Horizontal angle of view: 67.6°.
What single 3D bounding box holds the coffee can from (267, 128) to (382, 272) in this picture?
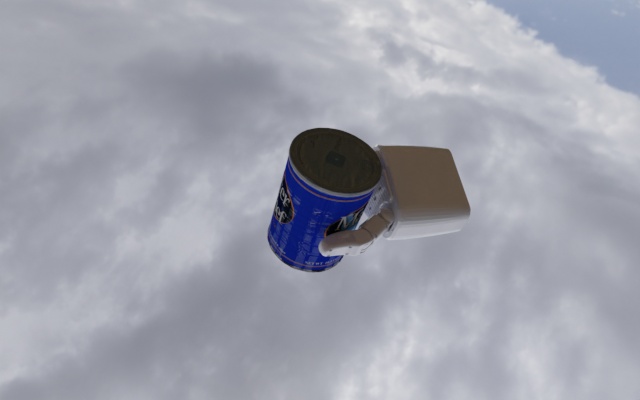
[{"bbox_3d":[0.000,0.002,0.555,0.103,0.102,0.140,0,-42,-20],"label":"coffee can"}]
